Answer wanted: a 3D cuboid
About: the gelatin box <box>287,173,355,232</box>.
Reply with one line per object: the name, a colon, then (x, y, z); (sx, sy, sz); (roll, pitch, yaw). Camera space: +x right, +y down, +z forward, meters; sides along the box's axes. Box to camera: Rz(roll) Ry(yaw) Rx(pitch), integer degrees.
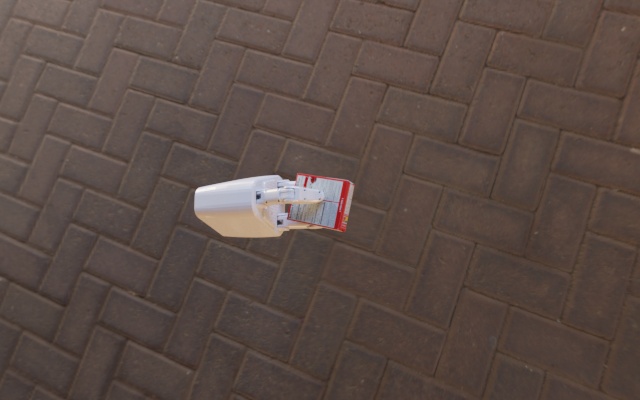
gelatin box: (0.000, 0.002, 0.710); (0.089, 0.073, 0.030); (10, -5, 26)
